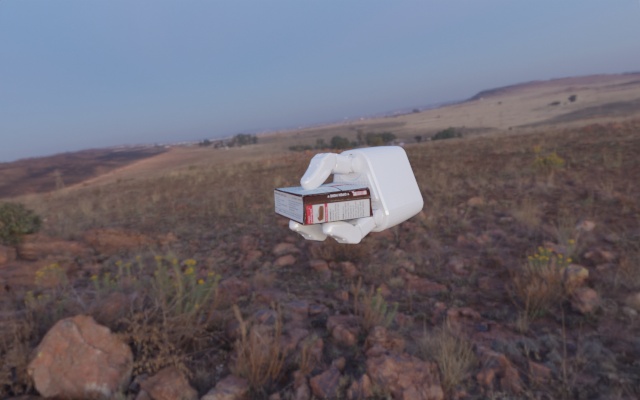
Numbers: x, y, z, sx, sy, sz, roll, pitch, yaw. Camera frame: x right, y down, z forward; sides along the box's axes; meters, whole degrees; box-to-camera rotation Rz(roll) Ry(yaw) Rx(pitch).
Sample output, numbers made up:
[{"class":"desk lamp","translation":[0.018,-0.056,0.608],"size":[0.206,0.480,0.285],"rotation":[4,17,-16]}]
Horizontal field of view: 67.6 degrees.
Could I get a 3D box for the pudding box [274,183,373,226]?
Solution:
[{"class":"pudding box","translation":[0.000,0.002,0.594],"size":[0.090,0.039,0.113],"rotation":[-8,6,-21]}]
